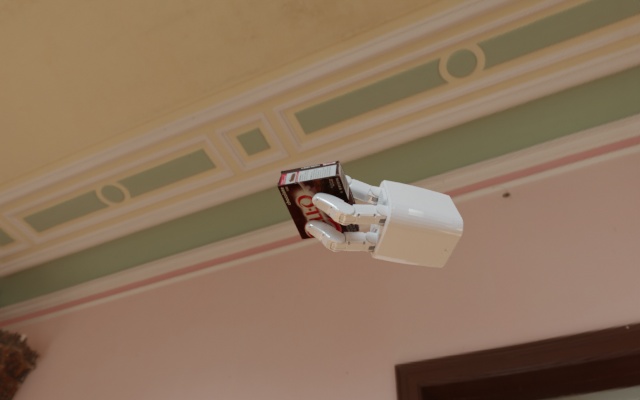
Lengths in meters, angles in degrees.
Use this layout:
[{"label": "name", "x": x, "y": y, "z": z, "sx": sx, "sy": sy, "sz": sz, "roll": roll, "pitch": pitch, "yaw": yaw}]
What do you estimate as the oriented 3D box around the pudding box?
[{"label": "pudding box", "x": 0.000, "y": 0.002, "z": 0.681, "sx": 0.090, "sy": 0.114, "sz": 0.039, "roll": -10, "pitch": 38, "yaw": 15}]
